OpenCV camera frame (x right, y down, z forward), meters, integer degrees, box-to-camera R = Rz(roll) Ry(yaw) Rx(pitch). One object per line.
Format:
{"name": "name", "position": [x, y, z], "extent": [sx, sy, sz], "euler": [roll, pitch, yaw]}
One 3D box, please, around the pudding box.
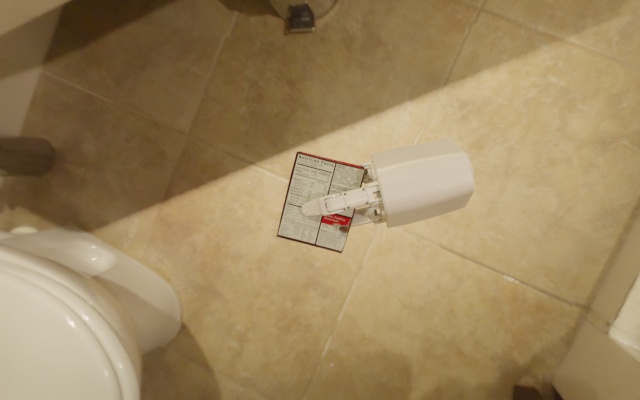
{"name": "pudding box", "position": [0.000, 0.002, 0.604], "extent": [0.090, 0.113, 0.039], "euler": [15, 2, 1]}
